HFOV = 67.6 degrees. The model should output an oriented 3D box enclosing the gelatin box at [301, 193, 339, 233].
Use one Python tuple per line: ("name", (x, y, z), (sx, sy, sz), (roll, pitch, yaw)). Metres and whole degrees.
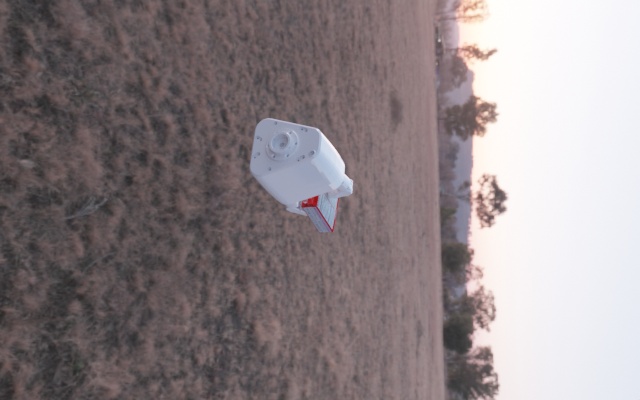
("gelatin box", (0.001, 0.003, 0.818), (0.030, 0.073, 0.089), (-5, -35, 23))
